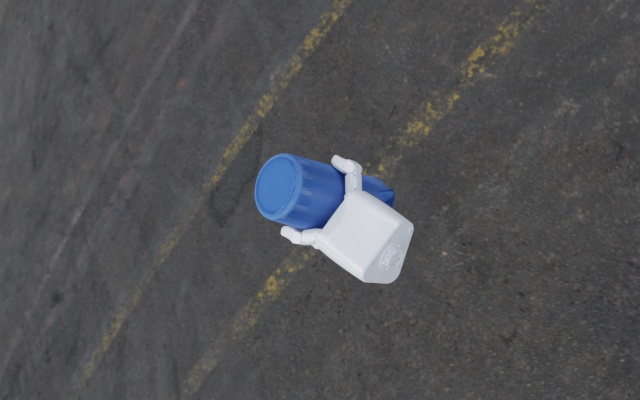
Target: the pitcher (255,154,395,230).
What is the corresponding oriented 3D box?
[{"bbox_3d":[0.000,0.003,0.835,0.243,0.149,0.145,15,15,-47],"label":"pitcher"}]
